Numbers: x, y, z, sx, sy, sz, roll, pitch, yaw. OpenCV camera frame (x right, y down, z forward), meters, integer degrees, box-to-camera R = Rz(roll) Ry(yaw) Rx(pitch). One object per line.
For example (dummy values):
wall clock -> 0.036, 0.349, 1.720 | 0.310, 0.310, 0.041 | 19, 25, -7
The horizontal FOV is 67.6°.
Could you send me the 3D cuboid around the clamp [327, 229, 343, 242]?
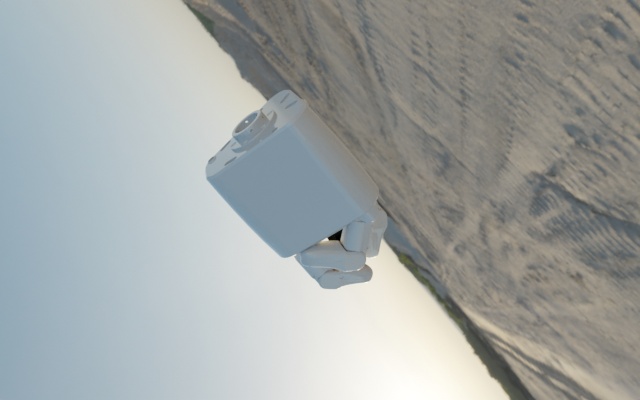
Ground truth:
clamp -> 0.000, 0.002, 0.527 | 0.039, 0.120, 0.171 | -40, 28, 3
